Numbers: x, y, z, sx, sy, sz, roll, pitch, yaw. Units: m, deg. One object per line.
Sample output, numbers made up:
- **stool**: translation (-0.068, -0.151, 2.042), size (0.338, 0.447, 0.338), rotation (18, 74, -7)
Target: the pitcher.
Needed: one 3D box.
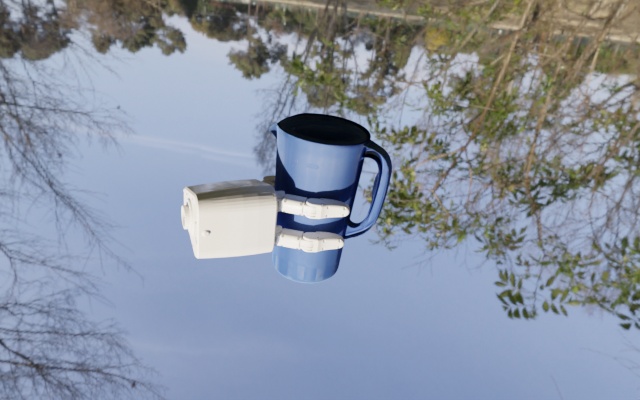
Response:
- **pitcher**: translation (0.000, 0.002, 0.715), size (0.145, 0.243, 0.149), rotation (-5, 30, -24)
